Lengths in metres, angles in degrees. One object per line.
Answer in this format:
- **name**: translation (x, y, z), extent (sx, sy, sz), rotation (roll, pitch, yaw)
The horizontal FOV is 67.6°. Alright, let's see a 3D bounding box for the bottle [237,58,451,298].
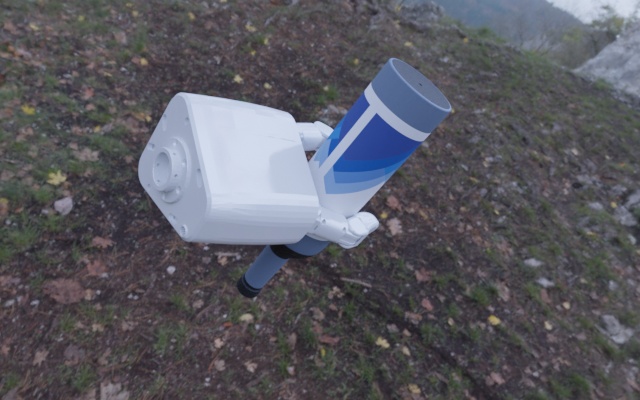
- **bottle**: translation (0.000, 0.001, 0.466), extent (0.069, 0.069, 0.296), rotation (0, -42, -49)
